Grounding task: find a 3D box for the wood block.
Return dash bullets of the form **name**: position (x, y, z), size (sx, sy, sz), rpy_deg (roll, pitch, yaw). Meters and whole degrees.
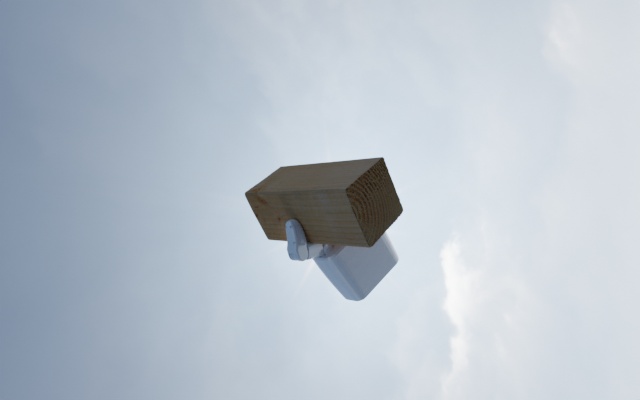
- **wood block**: position (0.000, 0.003, 0.688), size (0.206, 0.090, 0.090), rpy_deg (-1, 31, 45)
